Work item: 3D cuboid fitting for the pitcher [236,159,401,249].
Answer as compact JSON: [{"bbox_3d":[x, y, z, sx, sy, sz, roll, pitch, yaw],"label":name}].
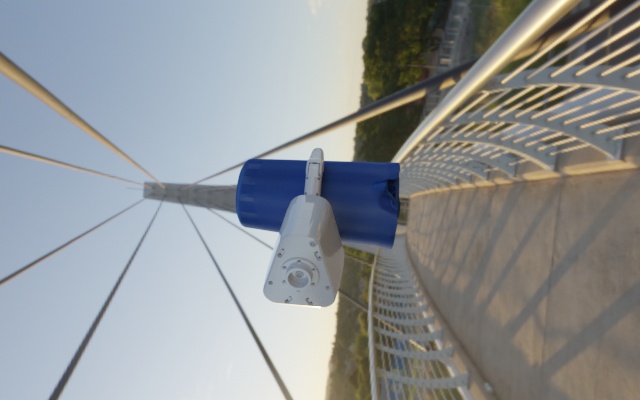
[{"bbox_3d":[0.000,0.002,0.746,0.243,0.149,0.145,5,27,4],"label":"pitcher"}]
